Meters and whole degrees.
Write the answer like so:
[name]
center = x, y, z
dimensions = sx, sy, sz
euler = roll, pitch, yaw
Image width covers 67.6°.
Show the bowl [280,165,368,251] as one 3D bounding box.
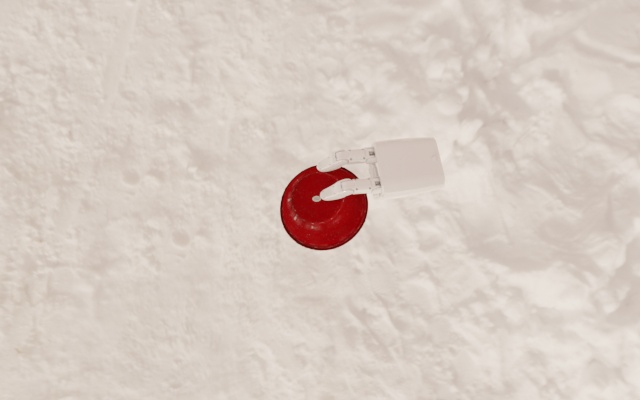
[bowl]
center = -0.001, 0.003, 0.828
dimensions = 0.162, 0.162, 0.055
euler = 0, -17, 12
